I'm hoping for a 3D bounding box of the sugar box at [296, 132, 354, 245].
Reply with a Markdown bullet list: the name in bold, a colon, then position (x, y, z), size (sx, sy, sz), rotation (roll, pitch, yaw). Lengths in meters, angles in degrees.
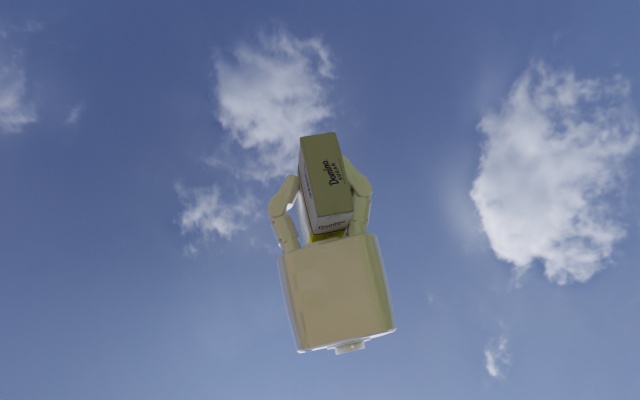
- **sugar box**: position (0.001, 0.002, 0.564), size (0.048, 0.093, 0.176), rotation (-9, -18, -10)
